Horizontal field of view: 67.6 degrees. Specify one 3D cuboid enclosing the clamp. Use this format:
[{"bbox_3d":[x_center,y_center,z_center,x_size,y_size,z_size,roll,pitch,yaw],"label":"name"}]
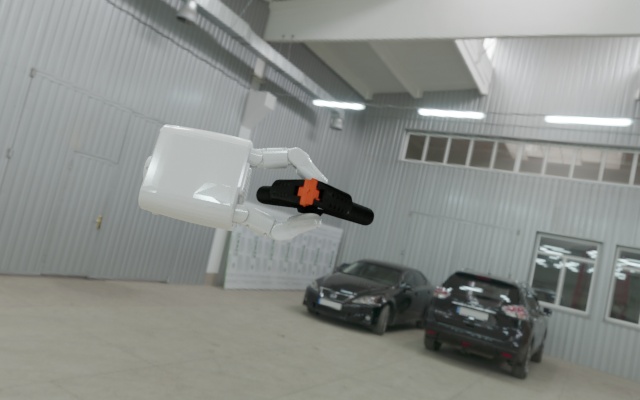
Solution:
[{"bbox_3d":[0.000,0.001,0.575,0.164,0.036,0.210,12,-5,-5],"label":"clamp"}]
